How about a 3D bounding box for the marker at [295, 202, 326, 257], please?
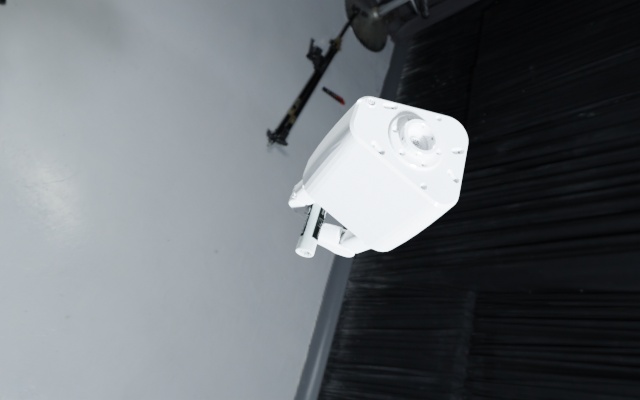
[{"bbox_3d":[0.000,0.002,0.499,0.020,0.121,0.020,14,-29,8],"label":"marker"}]
